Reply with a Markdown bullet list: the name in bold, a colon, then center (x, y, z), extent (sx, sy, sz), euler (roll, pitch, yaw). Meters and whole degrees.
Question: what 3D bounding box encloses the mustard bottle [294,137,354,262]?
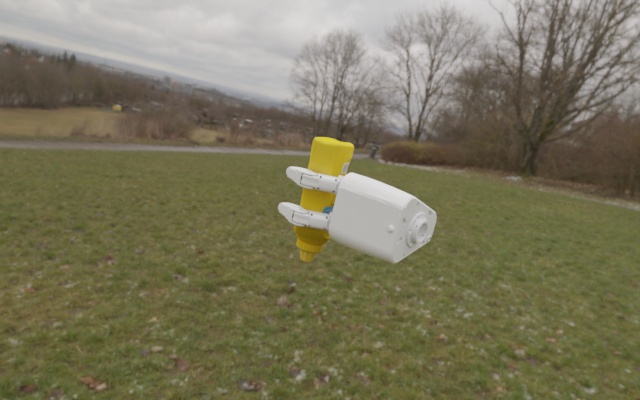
- **mustard bottle**: center (0.000, 0.002, 0.725), extent (0.058, 0.192, 0.096), euler (16, 11, 13)
